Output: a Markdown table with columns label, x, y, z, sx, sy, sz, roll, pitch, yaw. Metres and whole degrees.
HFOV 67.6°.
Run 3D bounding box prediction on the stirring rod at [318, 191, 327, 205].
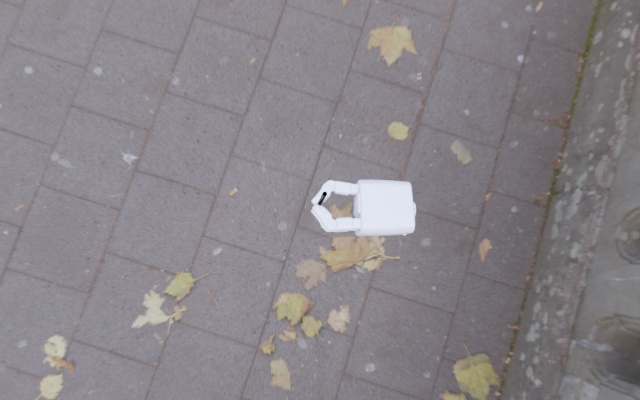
| label | x | y | z | sx | sy | sz | roll | pitch | yaw |
| --- | --- | --- | --- | --- | --- | --- | --- | --- | --- |
| stirring rod | 0.000 | 0.003 | 0.893 | 0.011 | 0.011 | 0.239 | 0 | -7 | -3 |
